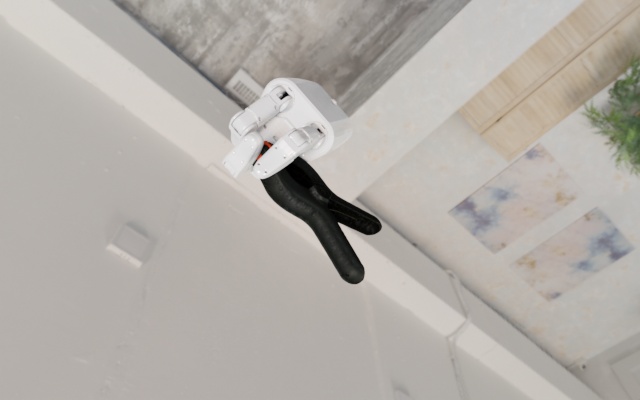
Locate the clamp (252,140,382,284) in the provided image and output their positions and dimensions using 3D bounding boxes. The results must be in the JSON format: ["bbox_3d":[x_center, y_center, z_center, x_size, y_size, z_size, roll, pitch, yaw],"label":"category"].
[{"bbox_3d":[0.000,0.002,0.511,0.039,0.171,0.120,-41,-2,23],"label":"clamp"}]
